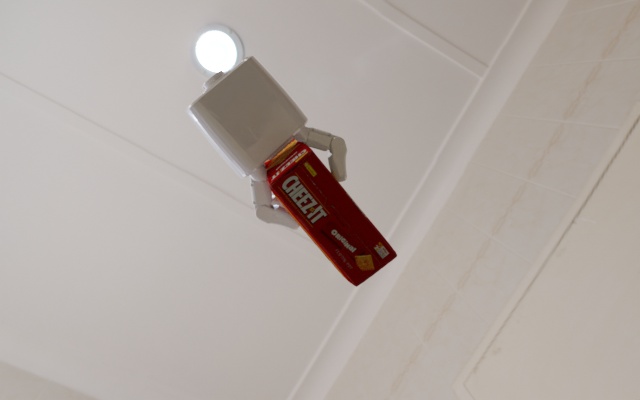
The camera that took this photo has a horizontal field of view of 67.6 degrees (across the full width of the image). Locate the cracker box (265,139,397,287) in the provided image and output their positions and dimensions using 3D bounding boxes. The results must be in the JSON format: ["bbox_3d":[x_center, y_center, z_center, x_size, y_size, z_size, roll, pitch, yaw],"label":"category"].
[{"bbox_3d":[0.000,0.002,0.637,0.072,0.164,0.213,-40,15,2],"label":"cracker box"}]
